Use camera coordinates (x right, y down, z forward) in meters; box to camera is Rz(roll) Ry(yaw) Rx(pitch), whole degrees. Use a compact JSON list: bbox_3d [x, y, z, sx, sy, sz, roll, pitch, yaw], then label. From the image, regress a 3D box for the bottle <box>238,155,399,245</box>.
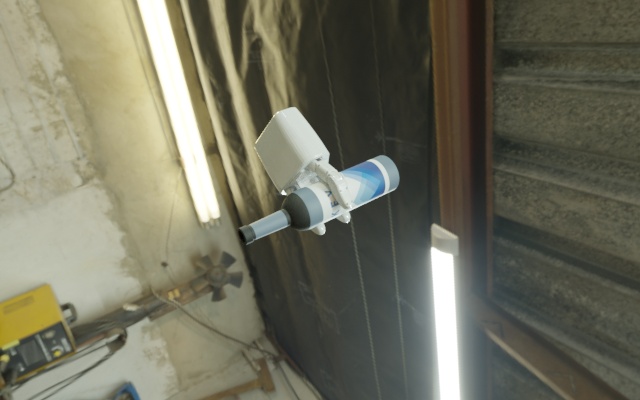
[{"bbox_3d":[0.000,0.003,0.786,0.295,0.069,0.069,-24,12,-29],"label":"bottle"}]
